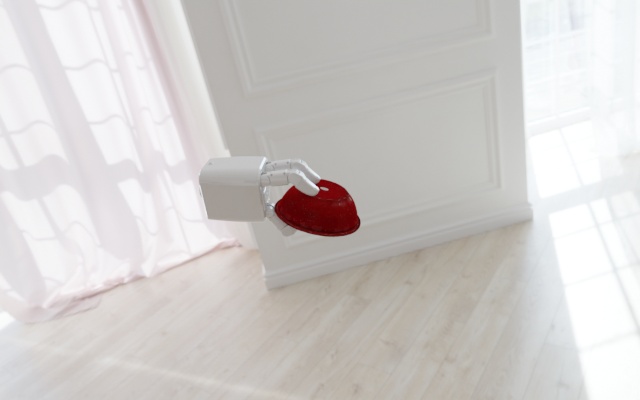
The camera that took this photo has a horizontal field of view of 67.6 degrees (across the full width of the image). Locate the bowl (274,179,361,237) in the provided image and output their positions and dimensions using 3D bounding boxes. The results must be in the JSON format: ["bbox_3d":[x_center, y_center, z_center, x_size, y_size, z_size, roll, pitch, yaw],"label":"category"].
[{"bbox_3d":[0.002,0.003,0.866,0.162,0.055,0.162,11,24,-5],"label":"bowl"}]
